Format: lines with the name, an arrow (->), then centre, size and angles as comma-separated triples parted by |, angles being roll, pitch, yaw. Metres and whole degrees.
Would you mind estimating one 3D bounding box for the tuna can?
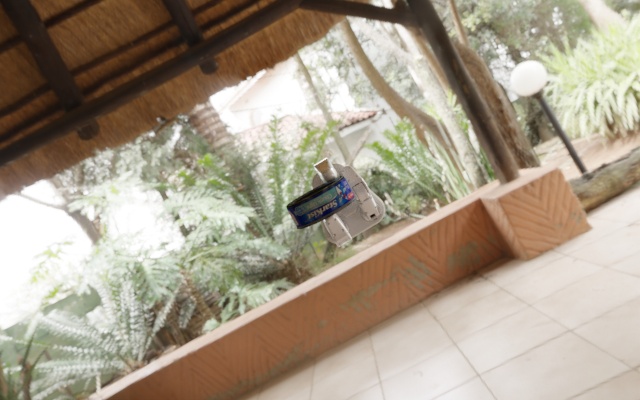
tuna can -> 0.000, 0.001, 0.612 | 0.086, 0.034, 0.086 | -28, 6, 3
